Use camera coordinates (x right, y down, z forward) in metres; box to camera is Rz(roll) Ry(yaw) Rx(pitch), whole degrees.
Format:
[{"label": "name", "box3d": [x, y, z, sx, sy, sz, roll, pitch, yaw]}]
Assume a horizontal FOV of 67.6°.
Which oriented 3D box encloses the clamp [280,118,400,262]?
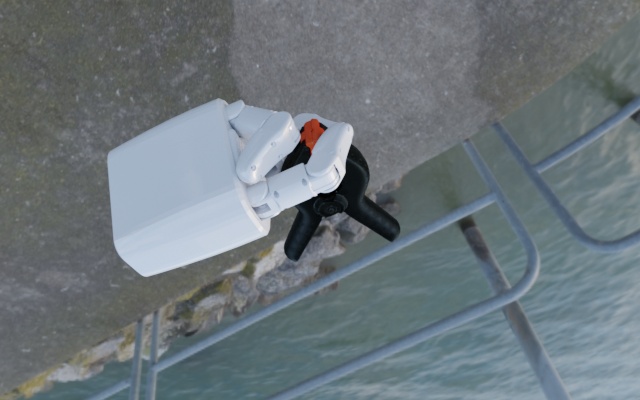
[{"label": "clamp", "box3d": [0.000, 0.002, 0.443, 0.120, 0.039, 0.172, -22, -45, 7]}]
